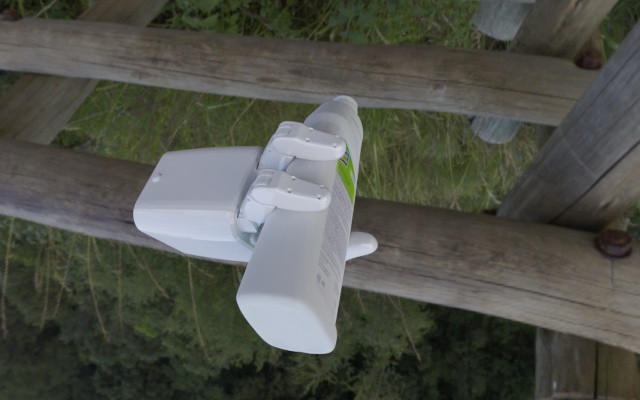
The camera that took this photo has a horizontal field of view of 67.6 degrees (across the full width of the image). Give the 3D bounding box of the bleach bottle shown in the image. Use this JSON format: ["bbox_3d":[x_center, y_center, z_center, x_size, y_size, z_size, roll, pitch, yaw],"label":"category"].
[{"bbox_3d":[0.000,0.001,0.442,0.068,0.250,0.103,2,-39,19],"label":"bleach bottle"}]
